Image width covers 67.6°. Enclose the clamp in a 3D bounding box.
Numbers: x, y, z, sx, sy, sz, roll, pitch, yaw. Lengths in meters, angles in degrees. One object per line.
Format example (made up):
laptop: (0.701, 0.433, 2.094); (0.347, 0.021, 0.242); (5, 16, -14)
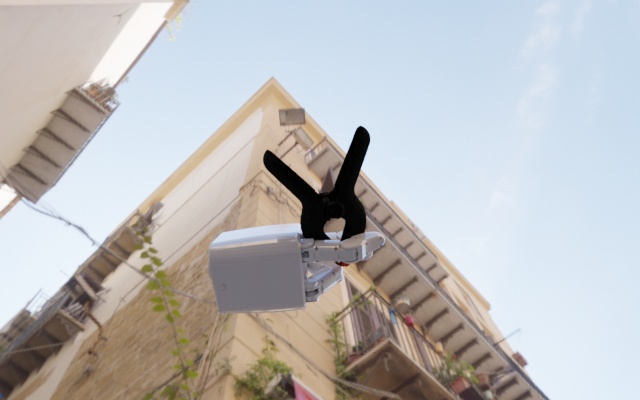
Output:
clamp: (0.000, 0.002, 0.555); (0.120, 0.171, 0.039); (-5, 23, -1)
